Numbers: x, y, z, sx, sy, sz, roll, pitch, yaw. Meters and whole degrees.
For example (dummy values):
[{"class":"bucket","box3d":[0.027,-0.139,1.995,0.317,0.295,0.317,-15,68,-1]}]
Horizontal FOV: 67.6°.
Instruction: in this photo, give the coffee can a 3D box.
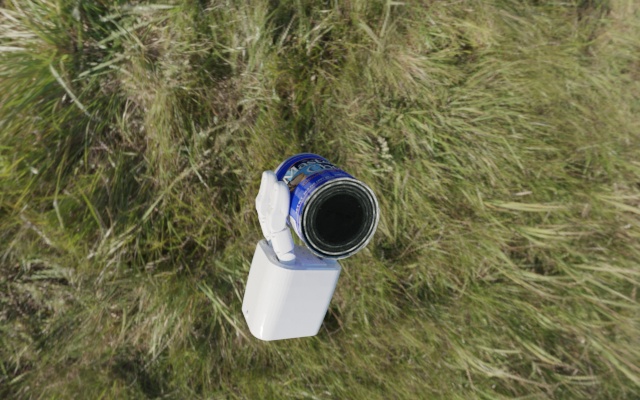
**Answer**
[{"class":"coffee can","box3d":[0.000,0.002,0.622,0.103,0.103,0.140,0,17,-21]}]
